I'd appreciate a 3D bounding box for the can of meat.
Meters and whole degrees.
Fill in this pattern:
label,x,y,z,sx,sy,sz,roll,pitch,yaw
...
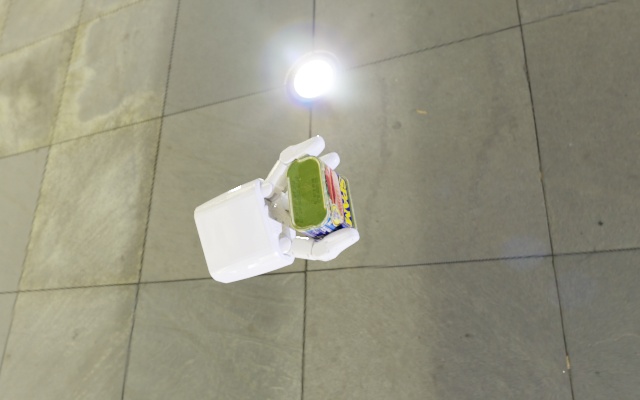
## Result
label,x,y,z,sx,sy,sz,roll,pitch,yaw
can of meat,0.000,0.002,0.614,0.057,0.102,0.084,-18,-25,21
